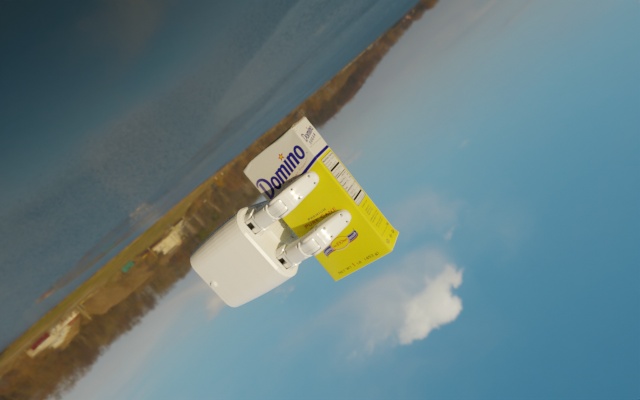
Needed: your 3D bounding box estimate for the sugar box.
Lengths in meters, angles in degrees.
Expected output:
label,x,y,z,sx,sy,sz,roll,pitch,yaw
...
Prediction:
label,x,y,z,sx,sy,sz,roll,pitch,yaw
sugar box,0.000,0.002,0.553,0.093,0.176,0.048,-35,11,33
